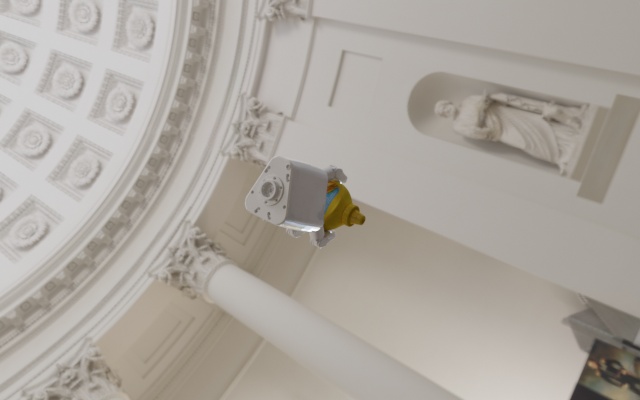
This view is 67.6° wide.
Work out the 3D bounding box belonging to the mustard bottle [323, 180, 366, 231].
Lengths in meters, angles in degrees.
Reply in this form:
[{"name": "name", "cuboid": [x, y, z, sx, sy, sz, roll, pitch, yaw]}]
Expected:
[{"name": "mustard bottle", "cuboid": [0.000, 0.003, 0.892, 0.191, 0.096, 0.058, 23, -19, 32]}]
